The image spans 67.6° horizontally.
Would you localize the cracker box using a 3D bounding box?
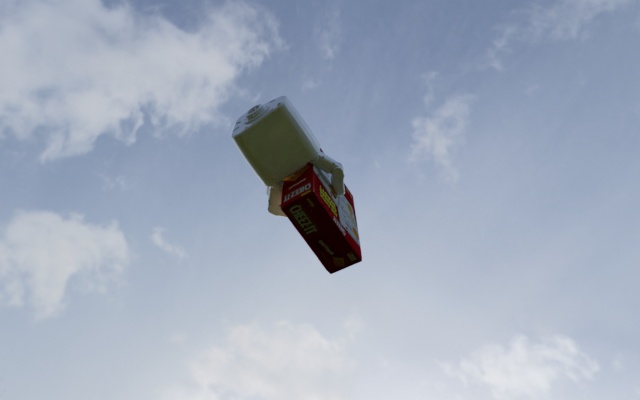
[{"bbox_3d":[0.000,0.003,0.866,0.072,0.164,0.213,-27,28,15],"label":"cracker box"}]
